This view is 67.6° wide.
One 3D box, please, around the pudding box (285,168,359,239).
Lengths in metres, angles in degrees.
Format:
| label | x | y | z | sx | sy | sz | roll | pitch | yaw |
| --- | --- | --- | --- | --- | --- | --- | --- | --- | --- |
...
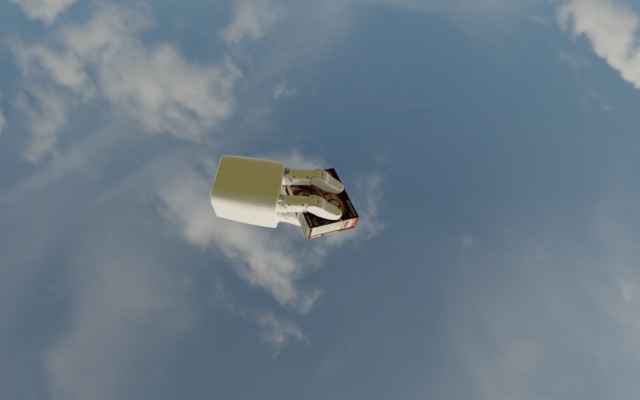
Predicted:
| label | x | y | z | sx | sy | sz | roll | pitch | yaw |
| --- | --- | --- | --- | --- | --- | --- | --- | --- | --- |
| pudding box | 0.000 | 0.003 | 0.801 | 0.090 | 0.113 | 0.039 | -13 | -31 | -21 |
